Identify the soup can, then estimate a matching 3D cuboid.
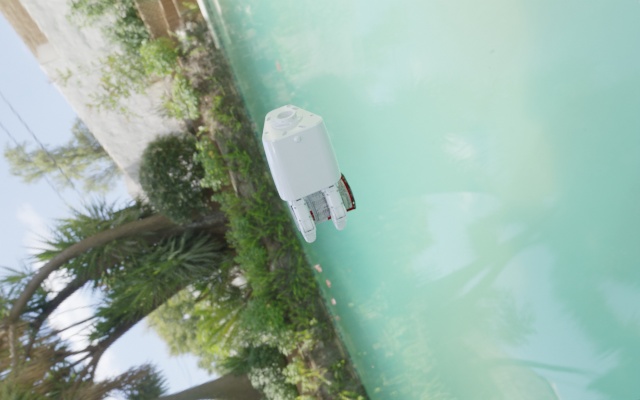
[{"bbox_3d":[0.000,0.003,0.802,0.102,0.068,0.068,-22,3,-7],"label":"soup can"}]
